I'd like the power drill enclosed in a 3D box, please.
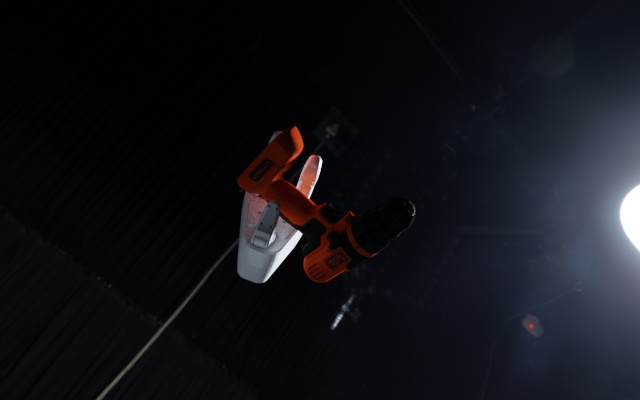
[{"bbox_3d":[0.000,0.002,0.592,0.184,0.187,0.057,-39,4,37],"label":"power drill"}]
